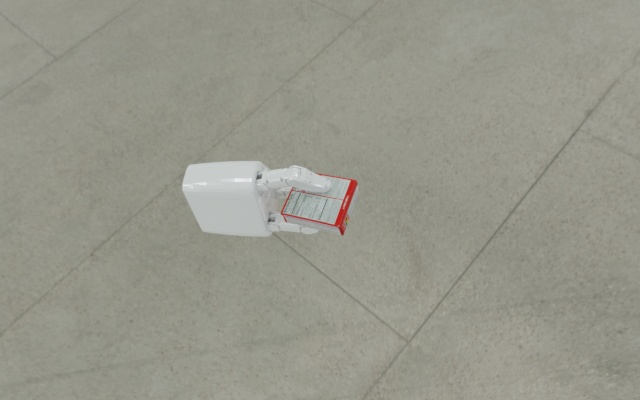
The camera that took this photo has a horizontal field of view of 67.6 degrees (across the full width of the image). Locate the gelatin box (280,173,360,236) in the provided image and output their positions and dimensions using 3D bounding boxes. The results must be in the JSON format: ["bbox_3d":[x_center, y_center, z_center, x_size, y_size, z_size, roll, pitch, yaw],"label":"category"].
[{"bbox_3d":[0.000,0.002,0.648,0.089,0.073,0.030,11,-27,22],"label":"gelatin box"}]
